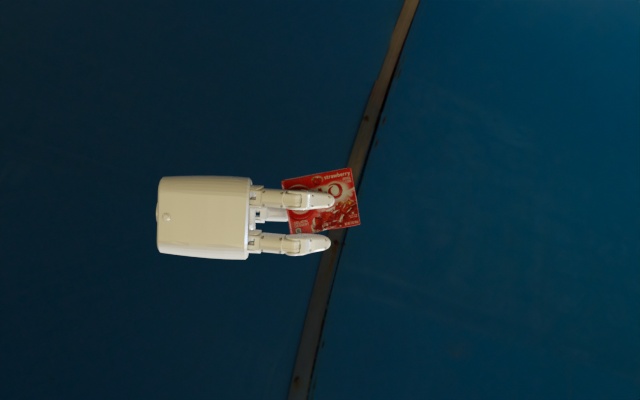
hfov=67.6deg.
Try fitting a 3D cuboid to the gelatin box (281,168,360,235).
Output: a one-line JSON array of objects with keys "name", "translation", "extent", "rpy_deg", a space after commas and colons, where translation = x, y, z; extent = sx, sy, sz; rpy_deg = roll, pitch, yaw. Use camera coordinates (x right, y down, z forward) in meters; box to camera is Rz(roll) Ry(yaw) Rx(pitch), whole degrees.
[{"name": "gelatin box", "translation": [0.000, 0.002, 0.604], "extent": [0.089, 0.073, 0.030], "rpy_deg": [-11, 5, -7]}]
